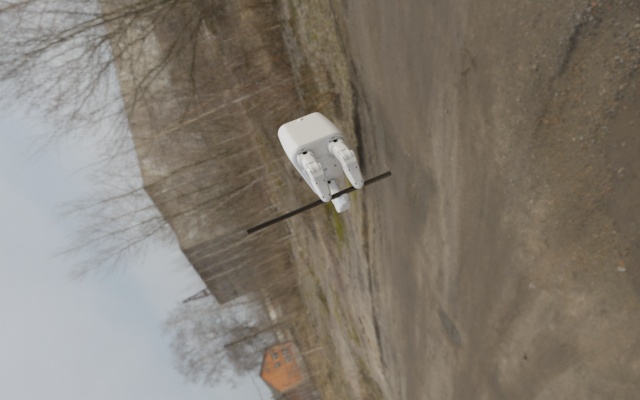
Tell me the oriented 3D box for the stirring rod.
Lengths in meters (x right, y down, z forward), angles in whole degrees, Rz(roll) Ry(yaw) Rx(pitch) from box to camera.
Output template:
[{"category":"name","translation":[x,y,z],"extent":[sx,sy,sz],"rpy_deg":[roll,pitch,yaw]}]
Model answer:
[{"category":"stirring rod","translation":[0.000,0.002,0.735],"extent":[0.239,0.011,0.011],"rpy_deg":[-22,3,-8]}]
